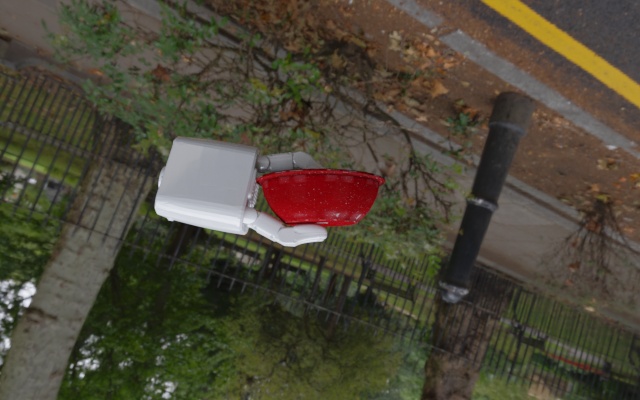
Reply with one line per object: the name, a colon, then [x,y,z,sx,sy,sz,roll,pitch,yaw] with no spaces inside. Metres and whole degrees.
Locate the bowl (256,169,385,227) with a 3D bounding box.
bowl: [0.001,0.002,0.595,0.162,0.055,0.162,0,-8,0]
